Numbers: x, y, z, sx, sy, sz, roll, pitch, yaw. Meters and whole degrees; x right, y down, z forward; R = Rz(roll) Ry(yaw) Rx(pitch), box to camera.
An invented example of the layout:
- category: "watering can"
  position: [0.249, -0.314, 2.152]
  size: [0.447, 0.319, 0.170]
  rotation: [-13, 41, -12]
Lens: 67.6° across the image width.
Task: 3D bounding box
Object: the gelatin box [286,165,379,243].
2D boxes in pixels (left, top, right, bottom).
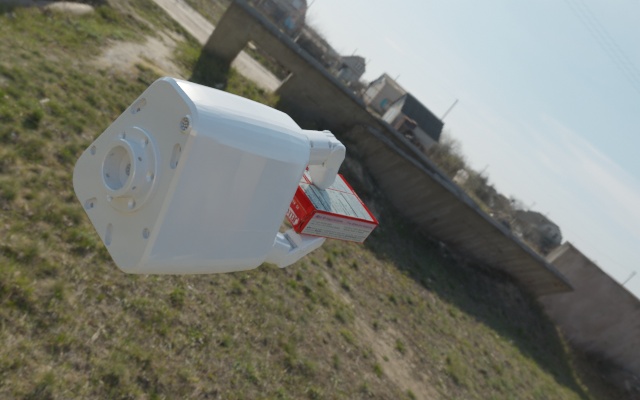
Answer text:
- category: "gelatin box"
  position: [0.001, 0.001, 0.435]
  size: [0.089, 0.030, 0.073]
  rotation: [12, 33, -44]
